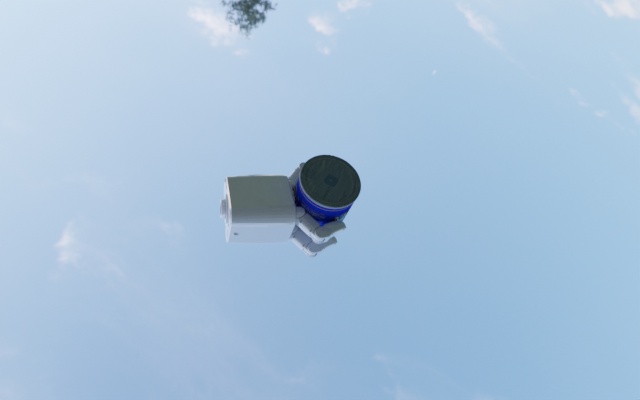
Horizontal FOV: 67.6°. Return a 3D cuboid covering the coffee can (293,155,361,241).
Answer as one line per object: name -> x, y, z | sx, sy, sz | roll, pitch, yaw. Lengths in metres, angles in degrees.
coffee can -> 0.000, 0.003, 0.826 | 0.103, 0.102, 0.140 | 0, -31, -17
